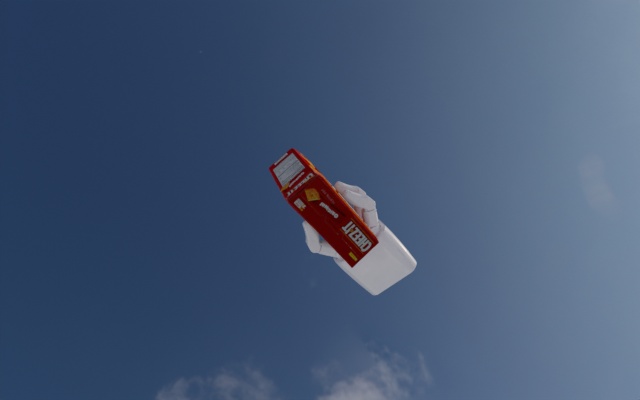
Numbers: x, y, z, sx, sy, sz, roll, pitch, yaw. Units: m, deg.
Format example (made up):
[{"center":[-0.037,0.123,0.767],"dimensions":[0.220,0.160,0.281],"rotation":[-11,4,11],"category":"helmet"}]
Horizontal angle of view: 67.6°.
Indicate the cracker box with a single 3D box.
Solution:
[{"center":[0.000,0.003,0.838],"dimensions":[0.164,0.072,0.213],"rotation":[46,2,-22],"category":"cracker box"}]
